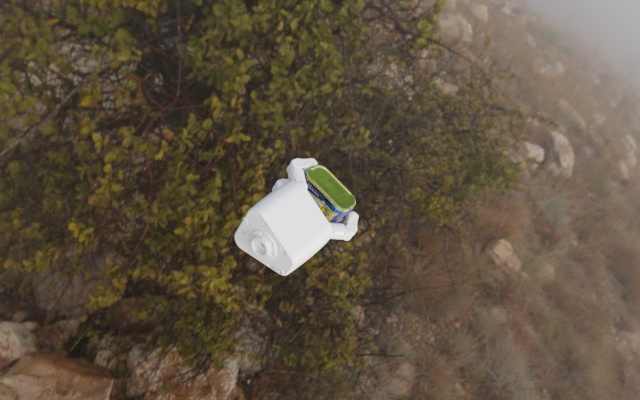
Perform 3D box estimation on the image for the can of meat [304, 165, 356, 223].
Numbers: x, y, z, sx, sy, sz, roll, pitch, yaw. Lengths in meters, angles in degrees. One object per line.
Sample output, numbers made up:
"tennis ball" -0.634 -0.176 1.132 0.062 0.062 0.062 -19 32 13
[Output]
"can of meat" 0.000 0.003 0.814 0.057 0.102 0.084 -33 -16 -48
